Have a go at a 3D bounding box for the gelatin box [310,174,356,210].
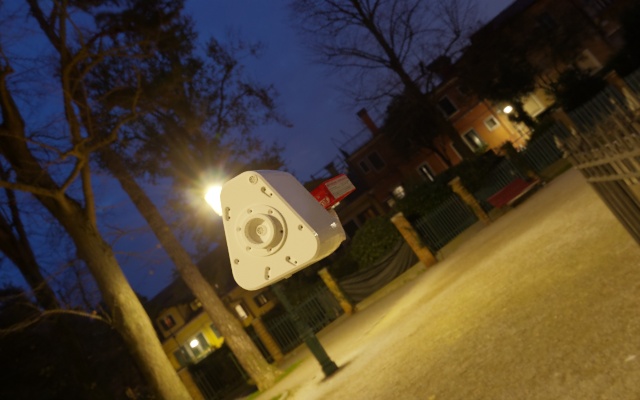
[{"bbox_3d":[0.000,0.002,0.630,0.073,0.030,0.089,-38,-3,23],"label":"gelatin box"}]
